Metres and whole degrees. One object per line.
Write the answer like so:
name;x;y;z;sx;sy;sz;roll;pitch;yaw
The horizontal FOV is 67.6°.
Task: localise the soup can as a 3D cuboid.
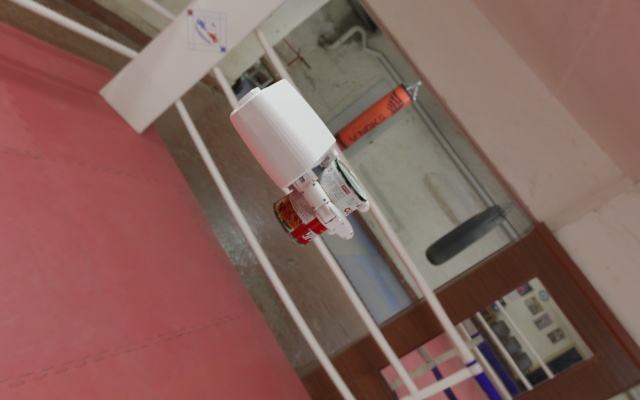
soup can;0.001;0.002;0.608;0.102;0.068;0.068;-36;-9;13
